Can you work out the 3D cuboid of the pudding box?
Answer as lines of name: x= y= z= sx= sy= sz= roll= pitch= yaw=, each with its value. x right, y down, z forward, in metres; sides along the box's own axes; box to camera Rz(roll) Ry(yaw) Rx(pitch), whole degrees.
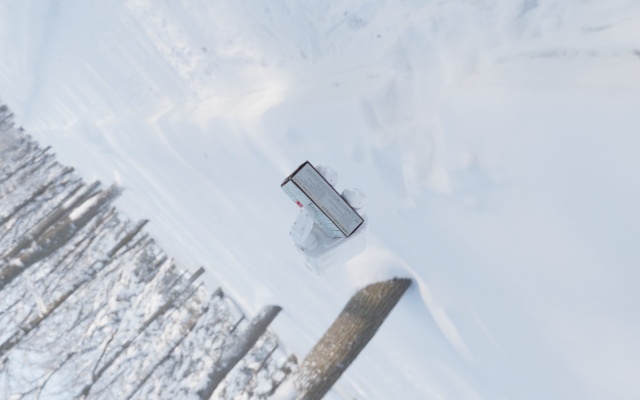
pudding box: x=0.000 y=0.002 z=0.657 sx=0.113 sy=0.039 sz=0.090 roll=44 pitch=-13 yaw=-6
